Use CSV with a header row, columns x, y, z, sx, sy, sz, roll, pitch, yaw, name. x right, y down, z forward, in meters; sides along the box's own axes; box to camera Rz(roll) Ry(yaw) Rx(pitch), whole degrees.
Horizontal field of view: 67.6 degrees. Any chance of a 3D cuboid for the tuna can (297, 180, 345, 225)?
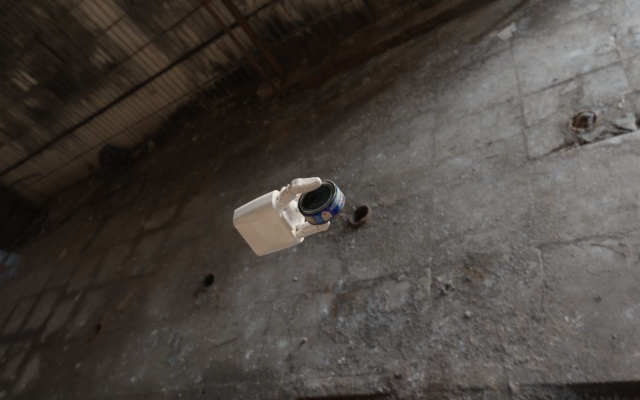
x,y,z,sx,sy,sz,roll,pitch,yaw,name
0.000,0.003,0.895,0.086,0.086,0.034,0,-39,38,tuna can
